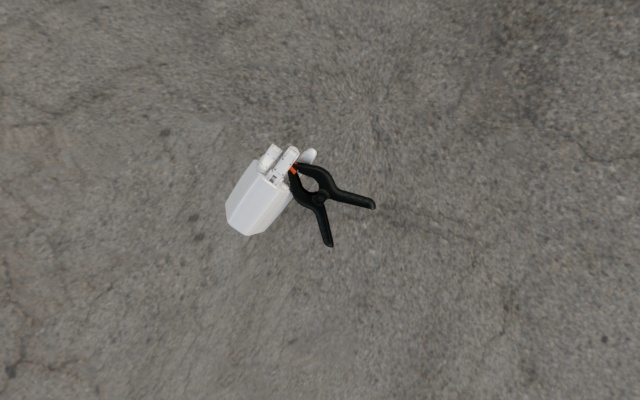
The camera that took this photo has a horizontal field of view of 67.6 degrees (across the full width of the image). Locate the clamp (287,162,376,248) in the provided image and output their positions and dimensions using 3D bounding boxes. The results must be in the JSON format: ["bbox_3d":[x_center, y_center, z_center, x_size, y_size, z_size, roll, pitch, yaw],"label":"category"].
[{"bbox_3d":[0.000,0.003,0.860,0.171,0.120,0.039,37,9,-2],"label":"clamp"}]
